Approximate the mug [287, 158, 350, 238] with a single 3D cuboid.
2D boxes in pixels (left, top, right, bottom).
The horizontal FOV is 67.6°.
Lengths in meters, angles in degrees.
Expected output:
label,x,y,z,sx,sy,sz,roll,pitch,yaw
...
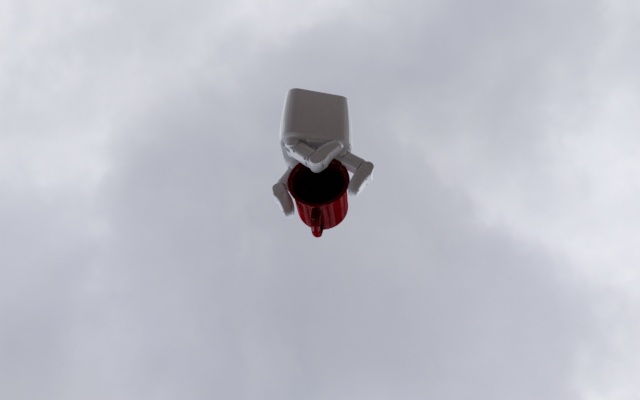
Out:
label,x,y,z,sx,sy,sz,roll,pitch,yaw
mug,0.000,0.004,0.731,0.093,0.117,0.082,-1,-34,6
